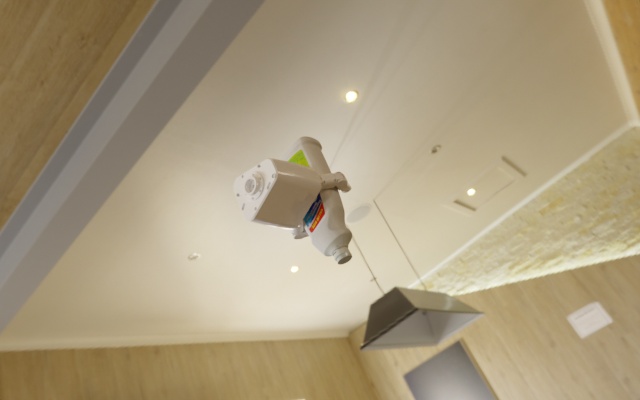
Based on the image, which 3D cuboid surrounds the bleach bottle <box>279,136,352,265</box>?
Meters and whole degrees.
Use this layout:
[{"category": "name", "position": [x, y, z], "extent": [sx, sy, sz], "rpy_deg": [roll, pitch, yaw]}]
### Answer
[{"category": "bleach bottle", "position": [0.000, 0.003, 0.895], "extent": [0.102, 0.250, 0.068], "rpy_deg": [-43, -34, 26]}]
